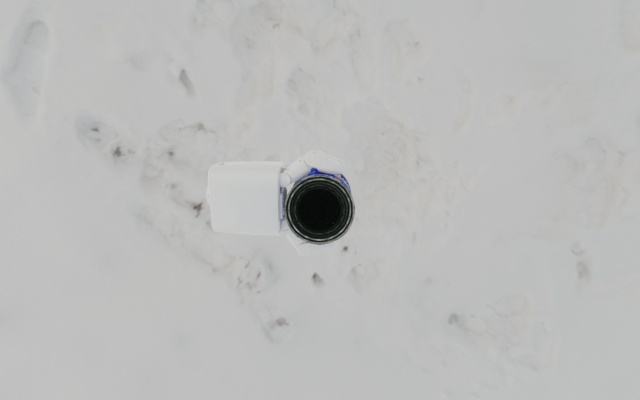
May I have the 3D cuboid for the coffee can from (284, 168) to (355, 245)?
[{"bbox_3d":[0.000,0.003,0.751,0.103,0.103,0.140,0,10,1],"label":"coffee can"}]
